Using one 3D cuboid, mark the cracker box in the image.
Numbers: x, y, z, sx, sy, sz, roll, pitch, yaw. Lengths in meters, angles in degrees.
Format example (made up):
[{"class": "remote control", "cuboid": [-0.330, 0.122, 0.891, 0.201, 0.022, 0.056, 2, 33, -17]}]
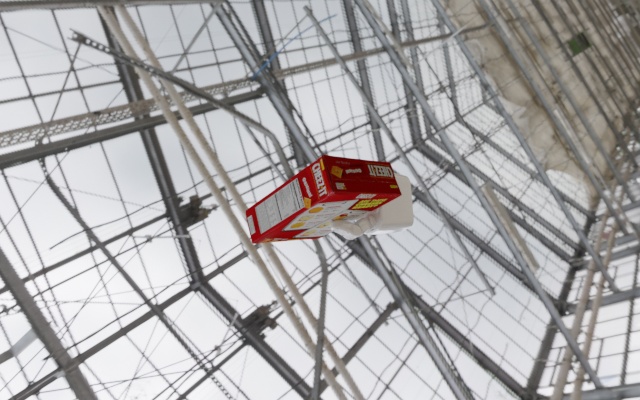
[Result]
[{"class": "cracker box", "cuboid": [0.000, 0.003, 0.805, 0.164, 0.072, 0.214, 0, -24, -44]}]
